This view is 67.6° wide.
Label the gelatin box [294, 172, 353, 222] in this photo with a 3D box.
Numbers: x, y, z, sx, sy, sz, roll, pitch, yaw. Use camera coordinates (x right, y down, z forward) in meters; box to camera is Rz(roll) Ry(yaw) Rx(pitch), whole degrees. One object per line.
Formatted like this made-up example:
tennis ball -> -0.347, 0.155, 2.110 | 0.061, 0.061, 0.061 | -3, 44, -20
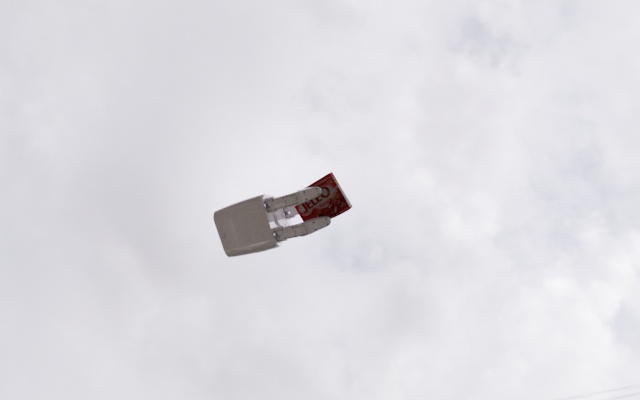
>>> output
gelatin box -> 0.001, 0.003, 0.844 | 0.089, 0.073, 0.030 | -30, 2, 14
